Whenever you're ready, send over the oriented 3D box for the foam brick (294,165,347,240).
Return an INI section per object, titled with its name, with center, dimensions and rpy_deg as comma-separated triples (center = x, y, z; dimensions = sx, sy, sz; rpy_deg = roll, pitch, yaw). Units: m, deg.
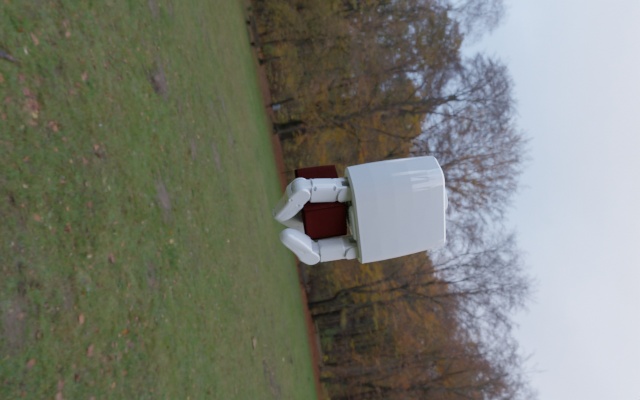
[foam brick]
center = 0.000, 0.002, 0.583
dimensions = 0.051, 0.053, 0.078
rpy_deg = -9, 44, -3
